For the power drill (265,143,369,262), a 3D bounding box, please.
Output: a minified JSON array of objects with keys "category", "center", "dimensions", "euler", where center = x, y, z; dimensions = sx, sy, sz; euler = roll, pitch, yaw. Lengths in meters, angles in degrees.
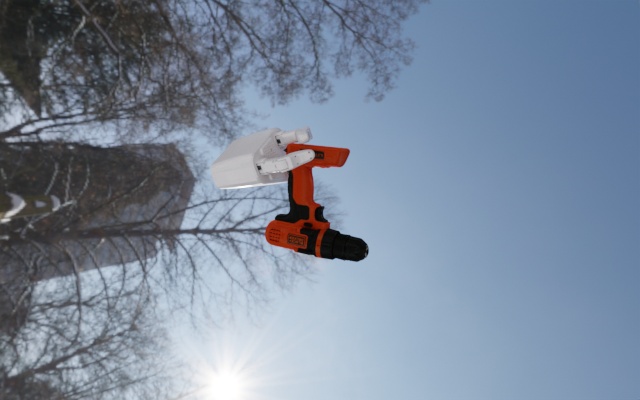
[{"category":"power drill","center":[0.000,0.002,0.795],"dimensions":[0.184,0.187,0.057],"euler":[9,6,19]}]
